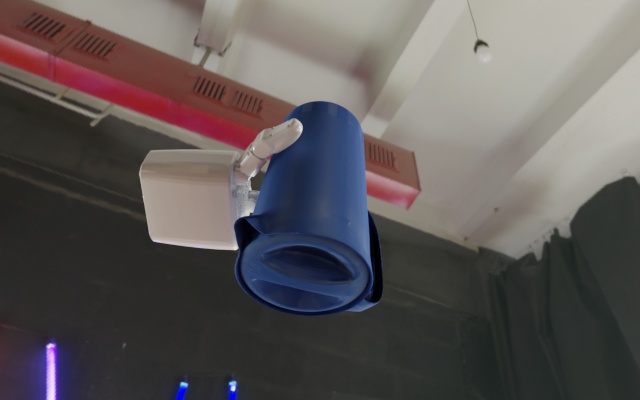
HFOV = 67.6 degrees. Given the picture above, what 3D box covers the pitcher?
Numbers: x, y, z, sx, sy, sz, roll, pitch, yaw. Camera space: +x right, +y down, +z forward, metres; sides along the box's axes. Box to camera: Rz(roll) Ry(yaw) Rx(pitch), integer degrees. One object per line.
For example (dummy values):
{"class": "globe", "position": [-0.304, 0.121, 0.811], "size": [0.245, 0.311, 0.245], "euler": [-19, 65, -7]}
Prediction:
{"class": "pitcher", "position": [0.000, 0.002, 0.543], "size": [0.145, 0.149, 0.242], "euler": [1, 44, 6]}
